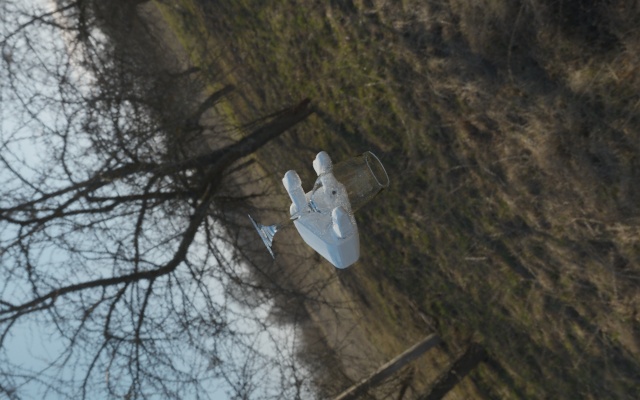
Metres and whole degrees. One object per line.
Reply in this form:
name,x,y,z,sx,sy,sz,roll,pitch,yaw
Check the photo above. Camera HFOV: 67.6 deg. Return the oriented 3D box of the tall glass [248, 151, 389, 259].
tall glass,0.000,0.003,0.699,0.201,0.079,0.079,-30,5,-8
